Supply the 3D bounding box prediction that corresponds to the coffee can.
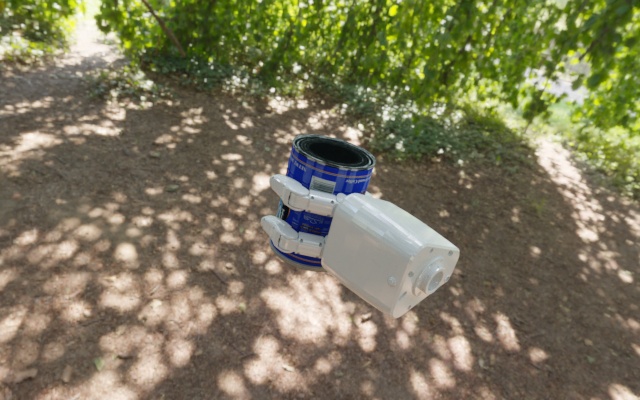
[{"bbox_3d":[0.000,0.002,0.594,0.103,0.140,0.102,12,24,-6],"label":"coffee can"}]
